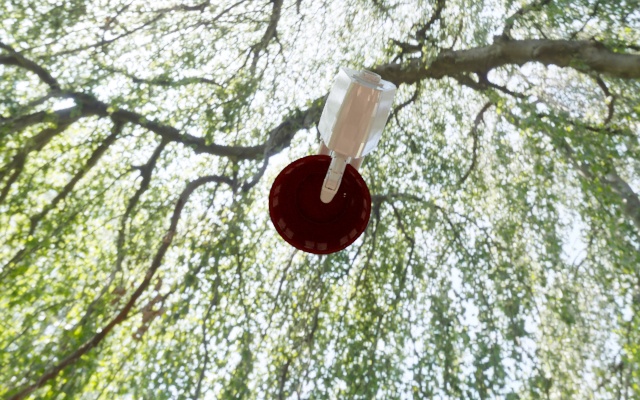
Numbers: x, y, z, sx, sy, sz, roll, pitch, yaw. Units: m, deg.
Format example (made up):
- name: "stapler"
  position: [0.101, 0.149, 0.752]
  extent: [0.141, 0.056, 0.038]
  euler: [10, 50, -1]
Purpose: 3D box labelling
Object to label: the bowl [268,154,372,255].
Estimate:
- name: "bowl"
  position: [-0.001, 0.003, 0.765]
  extent: [0.162, 0.162, 0.055]
  euler: [0, 14, 4]
